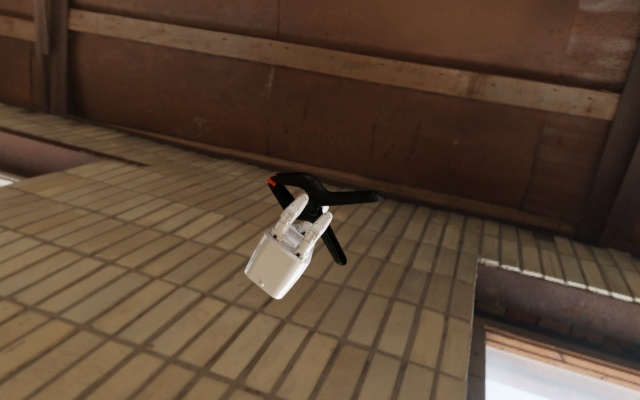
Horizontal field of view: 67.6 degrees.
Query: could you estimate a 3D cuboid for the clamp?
[{"bbox_3d":[0.000,0.002,0.874,0.210,0.165,0.036,37,28,7],"label":"clamp"}]
